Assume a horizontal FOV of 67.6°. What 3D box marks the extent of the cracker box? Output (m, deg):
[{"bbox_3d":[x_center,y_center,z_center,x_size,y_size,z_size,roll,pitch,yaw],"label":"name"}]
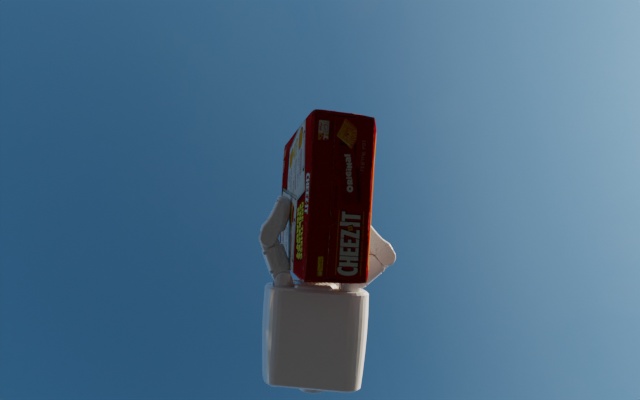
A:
[{"bbox_3d":[0.000,0.002,0.551,0.072,0.164,0.214,3,-3,-11],"label":"cracker box"}]
